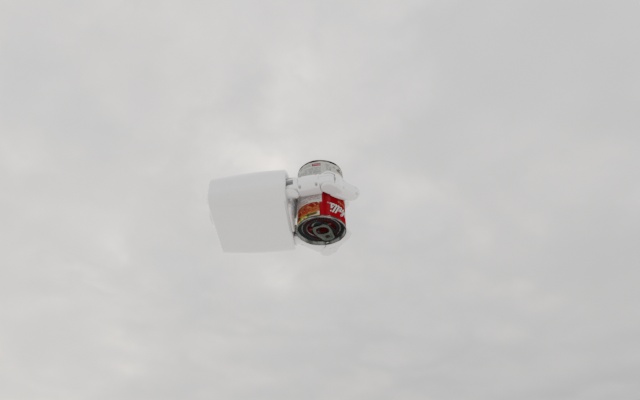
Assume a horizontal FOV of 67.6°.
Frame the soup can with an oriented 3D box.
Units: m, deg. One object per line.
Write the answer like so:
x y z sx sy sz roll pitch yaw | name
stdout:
0.001 0.002 0.667 0.068 0.102 0.069 -1 -38 -1 | soup can
